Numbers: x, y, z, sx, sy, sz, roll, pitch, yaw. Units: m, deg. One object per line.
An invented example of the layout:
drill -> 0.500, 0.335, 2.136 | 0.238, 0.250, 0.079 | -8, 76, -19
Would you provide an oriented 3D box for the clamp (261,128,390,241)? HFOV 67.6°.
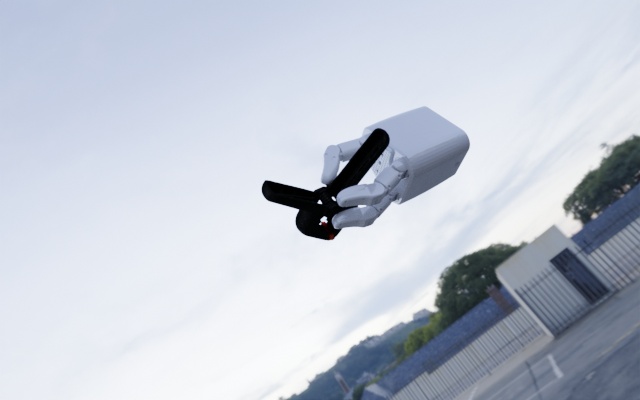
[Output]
clamp -> 0.000, 0.002, 0.622 | 0.164, 0.036, 0.210 | -22, -27, -19
